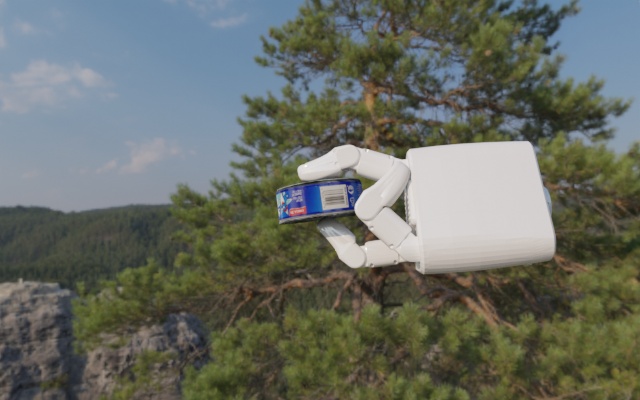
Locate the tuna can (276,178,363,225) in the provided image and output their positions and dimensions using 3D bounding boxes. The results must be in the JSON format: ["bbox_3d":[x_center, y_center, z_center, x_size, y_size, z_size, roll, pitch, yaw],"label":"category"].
[{"bbox_3d":[0.000,0.001,0.468,0.086,0.033,0.086,-7,-5,-1],"label":"tuna can"}]
